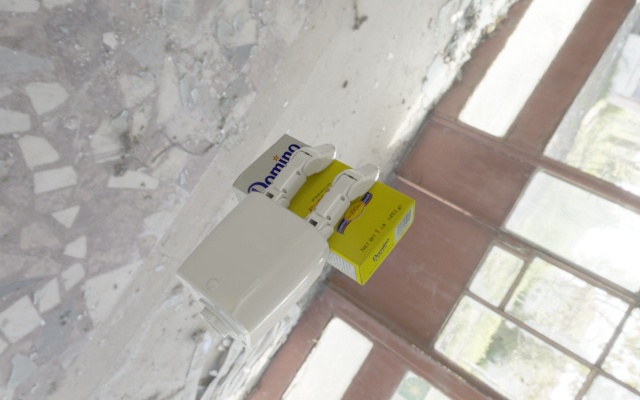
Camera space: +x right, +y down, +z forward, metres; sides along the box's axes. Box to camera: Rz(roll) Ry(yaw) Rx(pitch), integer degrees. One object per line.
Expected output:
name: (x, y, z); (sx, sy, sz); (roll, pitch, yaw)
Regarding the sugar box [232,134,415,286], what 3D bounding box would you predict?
sugar box: (0.000, 0.001, 0.499); (0.176, 0.093, 0.048); (31, -27, 26)
